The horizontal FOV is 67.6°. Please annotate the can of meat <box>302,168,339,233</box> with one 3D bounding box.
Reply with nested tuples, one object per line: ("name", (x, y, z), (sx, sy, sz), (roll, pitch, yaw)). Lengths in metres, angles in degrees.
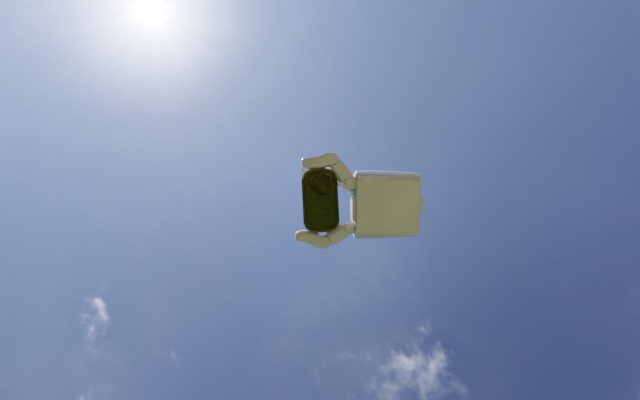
("can of meat", (0.000, 0.003, 0.798), (0.057, 0.102, 0.084), (-3, -4, 0))
